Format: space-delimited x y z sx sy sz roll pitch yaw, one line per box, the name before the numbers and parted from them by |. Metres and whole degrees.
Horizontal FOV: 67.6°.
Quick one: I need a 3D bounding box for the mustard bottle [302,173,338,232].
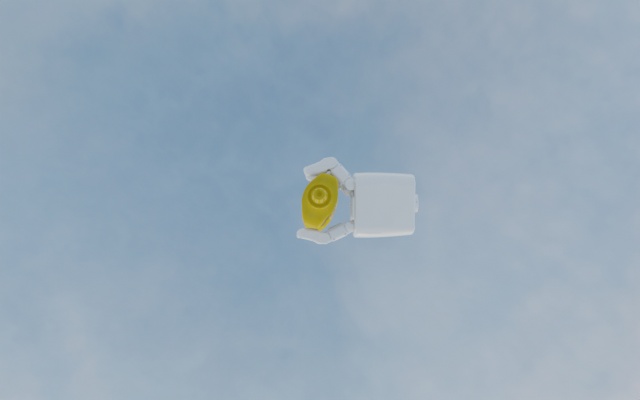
mustard bottle | 0.000 0.003 0.841 0.058 0.096 0.191 23 -6 3
